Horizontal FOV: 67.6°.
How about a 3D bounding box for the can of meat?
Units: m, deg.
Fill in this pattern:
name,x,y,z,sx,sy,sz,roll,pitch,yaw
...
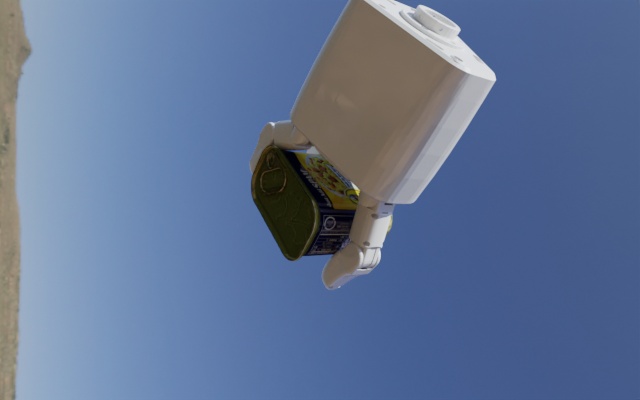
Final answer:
name,x,y,z,sx,sy,sz,roll,pitch,yaw
can of meat,0.000,0.001,0.409,0.084,0.057,0.102,2,38,-37
